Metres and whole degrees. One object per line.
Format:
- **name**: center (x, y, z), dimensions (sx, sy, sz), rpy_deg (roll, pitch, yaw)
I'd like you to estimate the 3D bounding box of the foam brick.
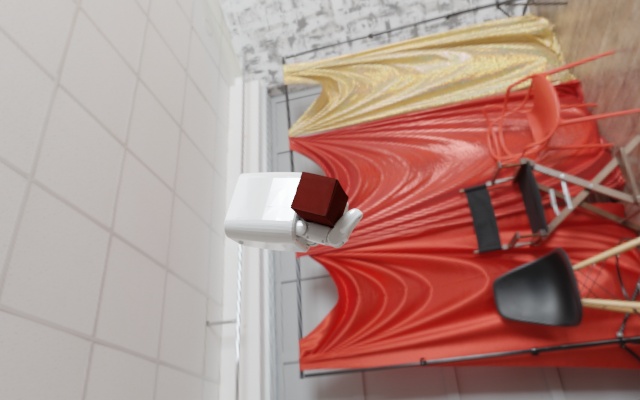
- **foam brick**: center (0.000, 0.002, 0.637), dimensions (0.051, 0.053, 0.078), rpy_deg (15, -13, 18)
